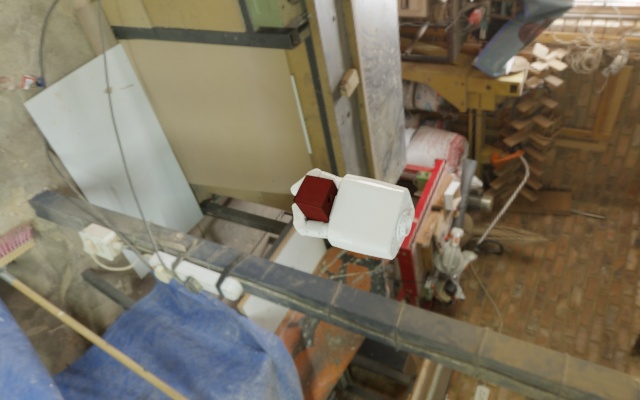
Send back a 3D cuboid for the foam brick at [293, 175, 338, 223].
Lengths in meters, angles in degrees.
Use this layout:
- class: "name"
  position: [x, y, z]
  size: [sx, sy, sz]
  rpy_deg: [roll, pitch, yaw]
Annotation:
- class: "foam brick"
  position: [0.000, 0.002, 0.776]
  size: [0.051, 0.053, 0.078]
  rpy_deg: [13, -24, 27]
